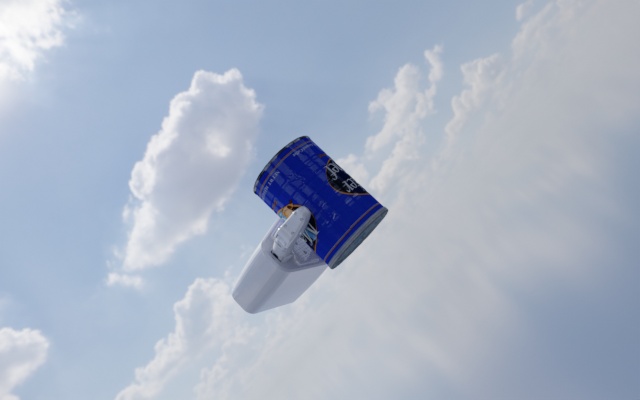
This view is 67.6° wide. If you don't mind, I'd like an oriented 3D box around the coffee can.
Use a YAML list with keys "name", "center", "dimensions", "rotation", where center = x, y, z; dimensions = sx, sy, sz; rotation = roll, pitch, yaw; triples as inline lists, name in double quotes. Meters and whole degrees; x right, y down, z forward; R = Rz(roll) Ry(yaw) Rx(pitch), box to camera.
- name: "coffee can"
  center: [0.000, 0.002, 0.605]
  dimensions: [0.140, 0.103, 0.103]
  rotation: [44, 10, 11]
